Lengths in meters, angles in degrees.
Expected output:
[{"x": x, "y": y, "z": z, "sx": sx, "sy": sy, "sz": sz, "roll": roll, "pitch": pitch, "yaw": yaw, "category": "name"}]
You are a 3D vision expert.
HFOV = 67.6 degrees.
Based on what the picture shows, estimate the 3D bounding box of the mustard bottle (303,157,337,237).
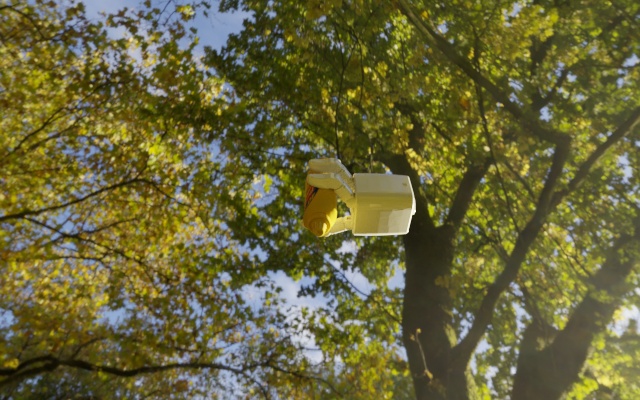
[{"x": 0.000, "y": 0.003, "z": 0.892, "sx": 0.058, "sy": 0.096, "sz": 0.191, "roll": 20, "pitch": 32, "yaw": -12, "category": "mustard bottle"}]
